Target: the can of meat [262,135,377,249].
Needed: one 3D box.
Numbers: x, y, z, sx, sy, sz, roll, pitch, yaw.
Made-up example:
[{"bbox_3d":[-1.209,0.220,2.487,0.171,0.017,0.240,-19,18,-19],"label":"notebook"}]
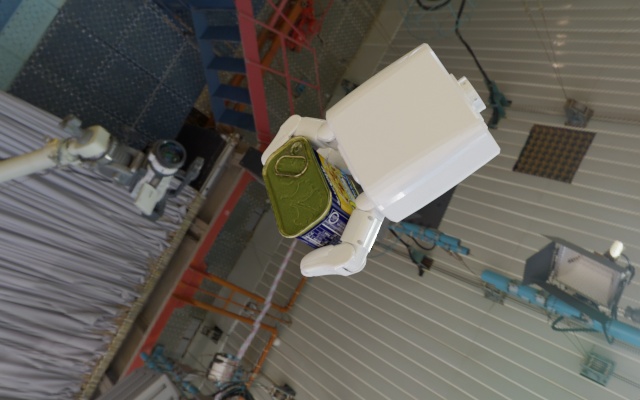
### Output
[{"bbox_3d":[0.000,0.002,0.450,0.057,0.102,0.084,-37,-42,17],"label":"can of meat"}]
